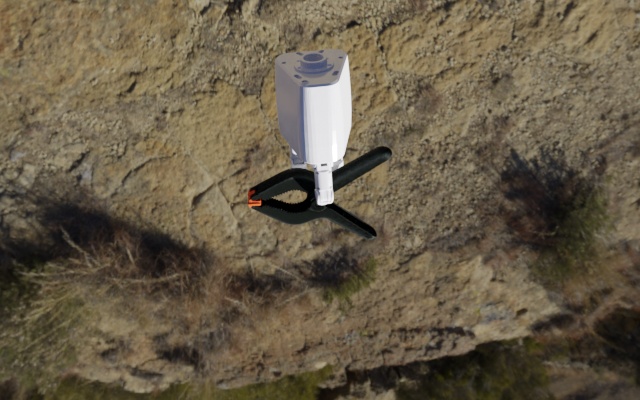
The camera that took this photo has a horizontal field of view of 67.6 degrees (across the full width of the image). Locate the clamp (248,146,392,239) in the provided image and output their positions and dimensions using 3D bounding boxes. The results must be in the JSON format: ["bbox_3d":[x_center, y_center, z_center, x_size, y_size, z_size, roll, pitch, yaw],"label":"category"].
[{"bbox_3d":[0.000,0.003,0.708,0.210,0.165,0.036,-7,36,-4],"label":"clamp"}]
